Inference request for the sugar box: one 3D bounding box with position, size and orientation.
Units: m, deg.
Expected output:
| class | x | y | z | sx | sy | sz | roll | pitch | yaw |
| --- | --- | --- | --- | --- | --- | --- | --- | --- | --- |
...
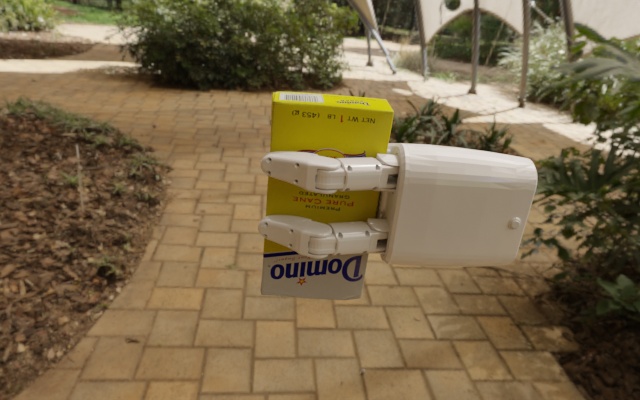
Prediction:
| class | x | y | z | sx | sy | sz | roll | pitch | yaw |
| --- | --- | --- | --- | --- | --- | --- | --- | --- | --- |
| sugar box | 0.000 | 0.001 | 0.402 | 0.093 | 0.176 | 0.048 | 4 | 24 | -4 |
